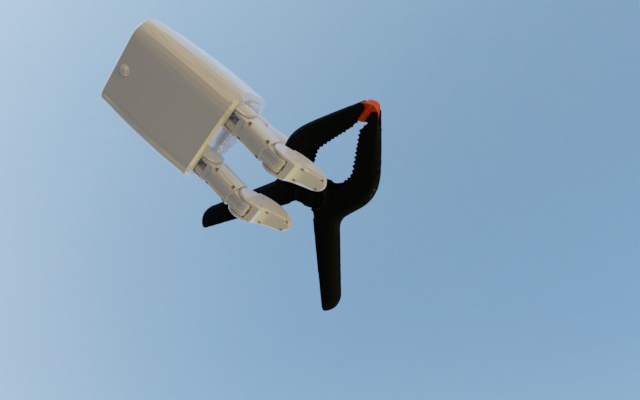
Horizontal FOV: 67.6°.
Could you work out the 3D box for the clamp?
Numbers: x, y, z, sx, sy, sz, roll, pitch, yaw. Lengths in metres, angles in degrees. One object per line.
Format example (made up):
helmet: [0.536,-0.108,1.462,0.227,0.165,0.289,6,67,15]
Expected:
clamp: [0.000,0.001,0.457,0.164,0.210,0.036,40,24,-3]
